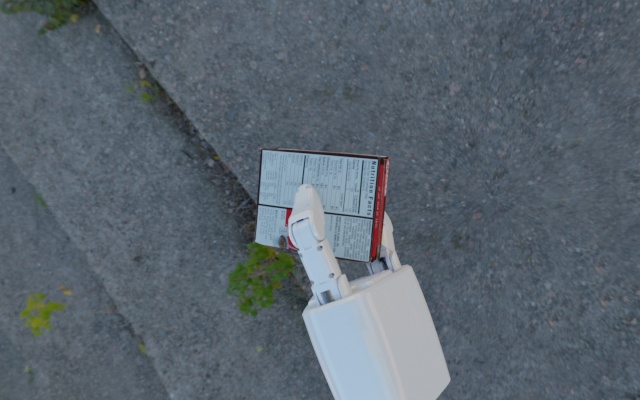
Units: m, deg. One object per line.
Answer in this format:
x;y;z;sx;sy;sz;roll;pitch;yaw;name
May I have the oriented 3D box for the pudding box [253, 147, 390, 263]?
0.000;0.001;0.417;0.113;0.090;0.039;7;5;19;pudding box
